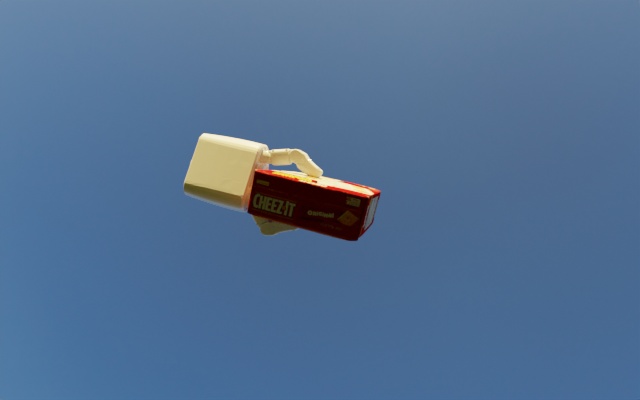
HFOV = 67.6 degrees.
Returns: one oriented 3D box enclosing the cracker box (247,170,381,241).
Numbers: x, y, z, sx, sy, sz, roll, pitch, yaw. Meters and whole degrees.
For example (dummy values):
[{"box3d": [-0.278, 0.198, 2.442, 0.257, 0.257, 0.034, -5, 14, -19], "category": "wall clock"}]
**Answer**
[{"box3d": [0.000, 0.002, 0.747, 0.164, 0.072, 0.213, 13, 6, 10], "category": "cracker box"}]
